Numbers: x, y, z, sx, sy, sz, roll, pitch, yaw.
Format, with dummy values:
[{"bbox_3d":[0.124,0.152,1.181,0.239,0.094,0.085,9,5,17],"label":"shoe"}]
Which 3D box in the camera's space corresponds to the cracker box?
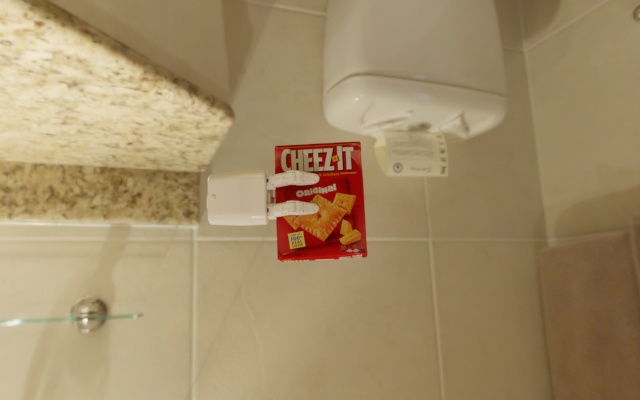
[{"bbox_3d":[0.000,0.003,0.888,0.164,0.213,0.072,-3,-10,2],"label":"cracker box"}]
